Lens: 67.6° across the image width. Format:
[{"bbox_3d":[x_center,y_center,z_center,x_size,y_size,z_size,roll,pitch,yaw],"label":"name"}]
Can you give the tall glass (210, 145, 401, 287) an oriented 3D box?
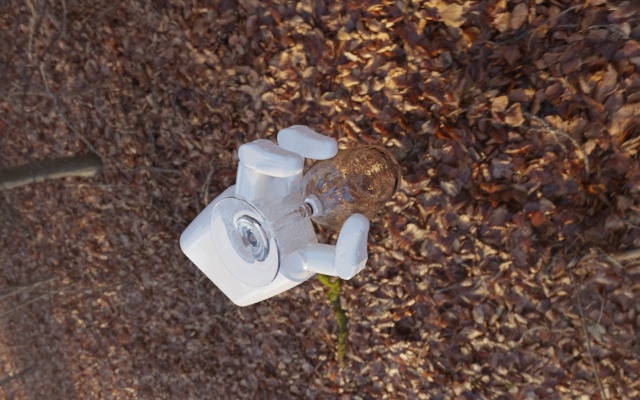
[{"bbox_3d":[0.000,0.002,0.437,0.079,0.079,0.201,0,18,39],"label":"tall glass"}]
